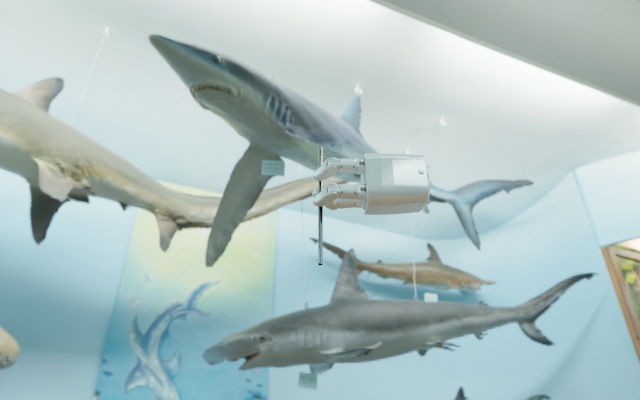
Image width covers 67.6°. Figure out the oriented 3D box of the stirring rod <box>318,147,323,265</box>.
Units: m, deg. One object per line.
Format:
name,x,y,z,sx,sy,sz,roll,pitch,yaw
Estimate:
stirring rod,0.000,0.003,0.845,0.011,0.239,0.011,0,-32,0
